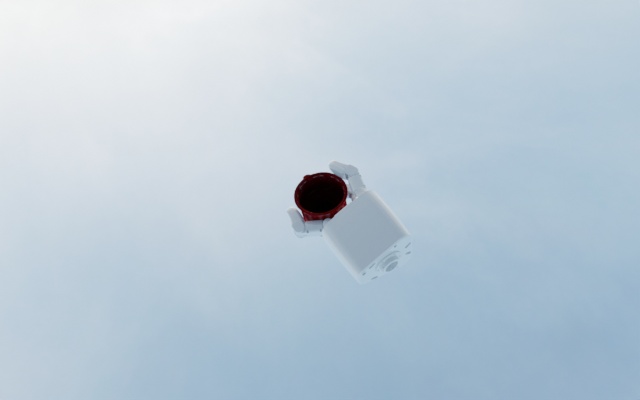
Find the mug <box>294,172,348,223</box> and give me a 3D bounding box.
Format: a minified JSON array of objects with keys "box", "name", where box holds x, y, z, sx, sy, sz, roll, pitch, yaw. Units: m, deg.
[{"box":[-0.001,0.002,0.851,0.093,0.117,0.082,-29,-35,-11],"name":"mug"}]
